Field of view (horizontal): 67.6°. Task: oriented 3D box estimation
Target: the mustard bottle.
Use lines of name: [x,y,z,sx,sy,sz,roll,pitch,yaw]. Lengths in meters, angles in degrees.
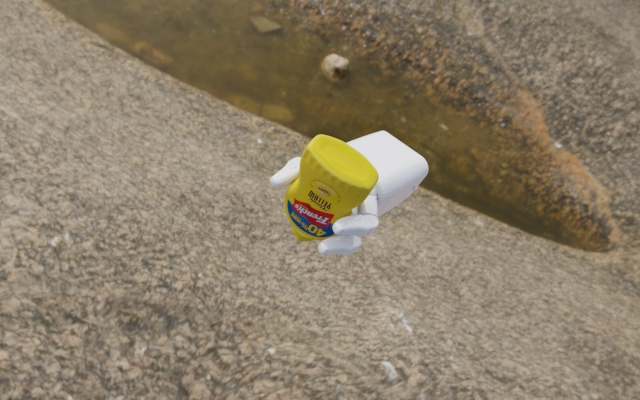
mustard bottle: [0.000,0.002,0.646,0.096,0.058,0.192,33,-38,3]
